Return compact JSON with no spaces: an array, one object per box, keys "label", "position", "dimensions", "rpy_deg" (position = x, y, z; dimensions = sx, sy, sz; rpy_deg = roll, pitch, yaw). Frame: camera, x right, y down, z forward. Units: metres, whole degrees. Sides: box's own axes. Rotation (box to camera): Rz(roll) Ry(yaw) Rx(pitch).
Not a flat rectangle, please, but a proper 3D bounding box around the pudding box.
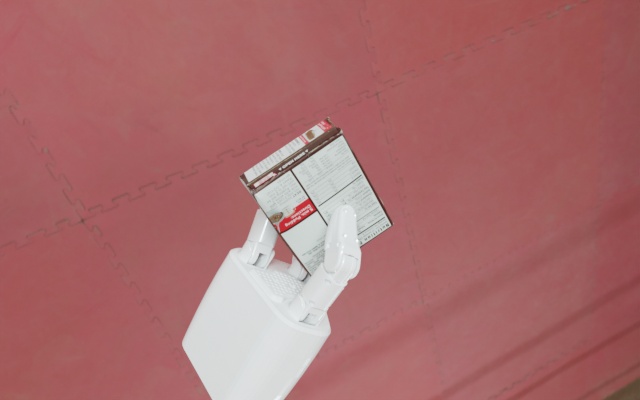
[{"label":"pudding box","position":[0.000,0.001,0.407],"dimensions":[0.090,0.114,0.039],"rpy_deg":[-34,35,-3]}]
